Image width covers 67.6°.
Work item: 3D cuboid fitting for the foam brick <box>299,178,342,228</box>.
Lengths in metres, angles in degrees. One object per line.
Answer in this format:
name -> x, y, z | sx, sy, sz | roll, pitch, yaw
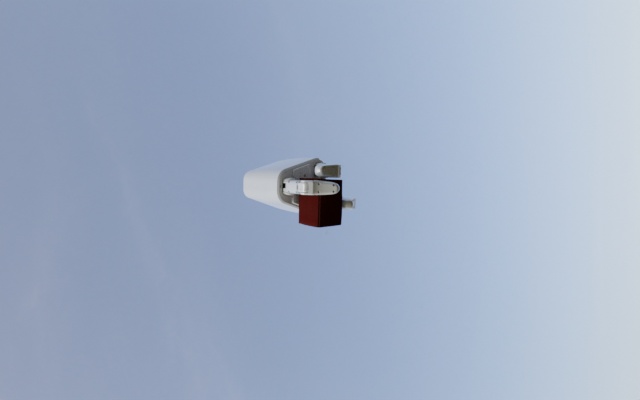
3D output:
foam brick -> 0.000, 0.003, 0.785 | 0.053, 0.078, 0.051 | -1, 4, -43
